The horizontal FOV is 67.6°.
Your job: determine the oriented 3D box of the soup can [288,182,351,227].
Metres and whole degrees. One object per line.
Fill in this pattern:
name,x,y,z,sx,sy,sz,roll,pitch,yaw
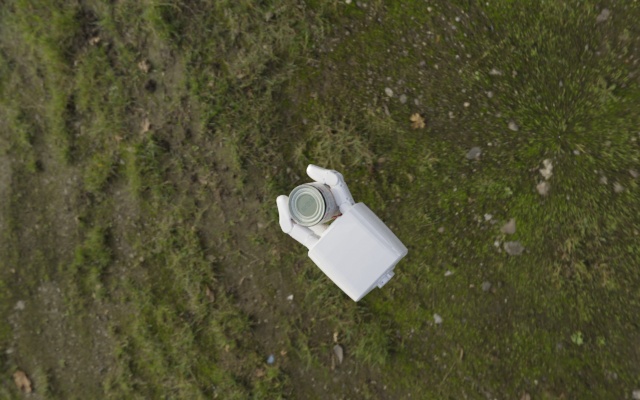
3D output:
soup can,0.000,0.002,0.773,0.068,0.068,0.102,0,7,27
